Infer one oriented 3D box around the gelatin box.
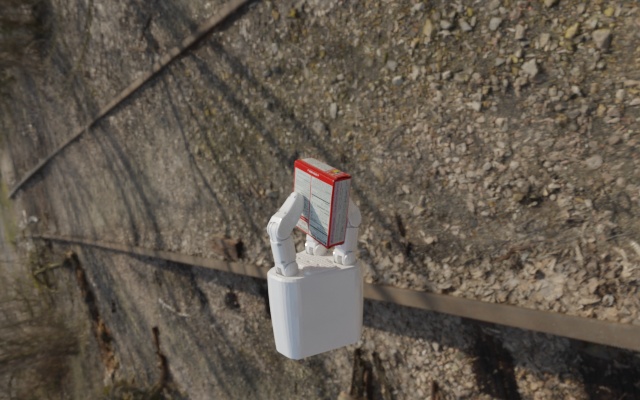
[{"bbox_3d":[0.000,0.002,0.566,0.030,0.089,0.073,-15,31,-36],"label":"gelatin box"}]
